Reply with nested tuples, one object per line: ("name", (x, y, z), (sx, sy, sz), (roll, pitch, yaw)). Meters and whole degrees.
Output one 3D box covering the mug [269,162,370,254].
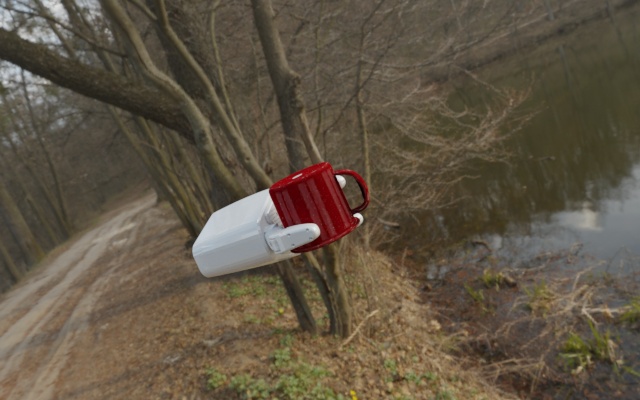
("mug", (0.001, 0.001, 0.567), (0.117, 0.081, 0.093), (-21, 11, 18))
